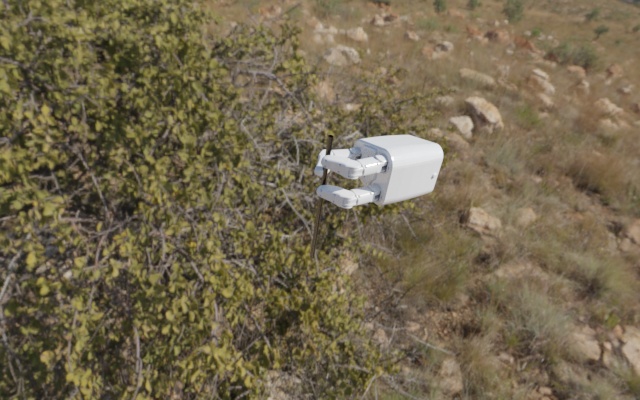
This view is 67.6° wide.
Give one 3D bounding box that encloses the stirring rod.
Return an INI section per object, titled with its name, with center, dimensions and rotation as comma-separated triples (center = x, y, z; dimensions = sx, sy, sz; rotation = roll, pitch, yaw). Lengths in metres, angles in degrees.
[stirring rod]
center = 0.000, 0.003, 0.769
dimensions = 0.011, 0.240, 0.011
rotation = 6, 36, -4
